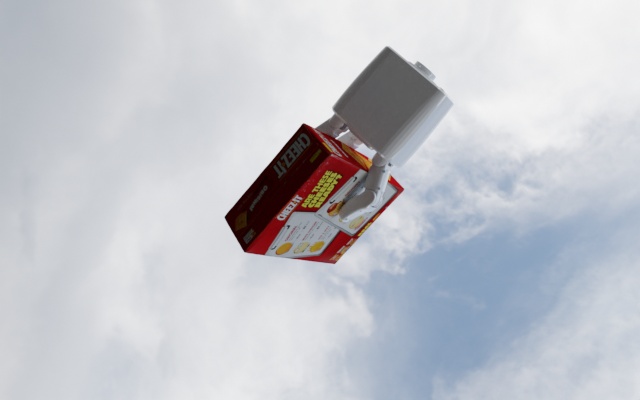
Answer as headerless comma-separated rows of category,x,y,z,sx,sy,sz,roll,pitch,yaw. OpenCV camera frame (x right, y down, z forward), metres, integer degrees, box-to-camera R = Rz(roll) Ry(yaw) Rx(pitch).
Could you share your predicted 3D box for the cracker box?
cracker box,0.000,0.002,0.653,0.072,0.164,0.214,51,18,30
